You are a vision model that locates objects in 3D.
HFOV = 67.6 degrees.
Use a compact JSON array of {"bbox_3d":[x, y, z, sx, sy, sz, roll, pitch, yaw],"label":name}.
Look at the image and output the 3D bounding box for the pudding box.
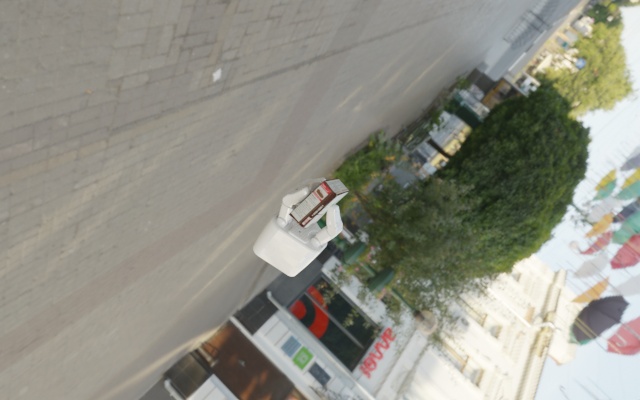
[{"bbox_3d":[0.000,0.003,0.866,0.090,0.039,0.113,-44,-5,13],"label":"pudding box"}]
